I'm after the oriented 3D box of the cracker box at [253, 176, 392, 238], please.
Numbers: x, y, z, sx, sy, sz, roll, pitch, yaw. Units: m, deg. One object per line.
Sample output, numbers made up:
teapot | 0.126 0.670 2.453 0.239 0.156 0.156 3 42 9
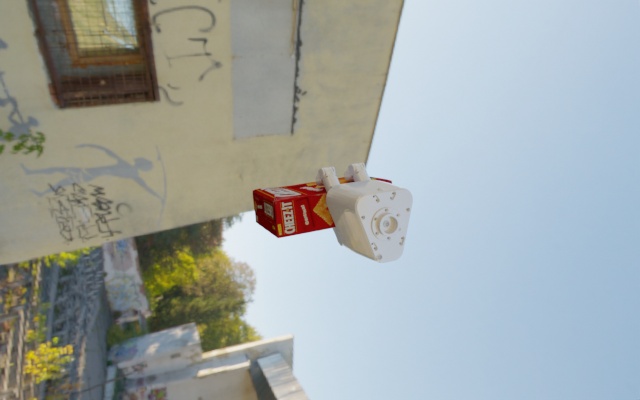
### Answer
cracker box | 0.000 0.003 0.857 0.213 0.072 0.164 -9 9 -19
